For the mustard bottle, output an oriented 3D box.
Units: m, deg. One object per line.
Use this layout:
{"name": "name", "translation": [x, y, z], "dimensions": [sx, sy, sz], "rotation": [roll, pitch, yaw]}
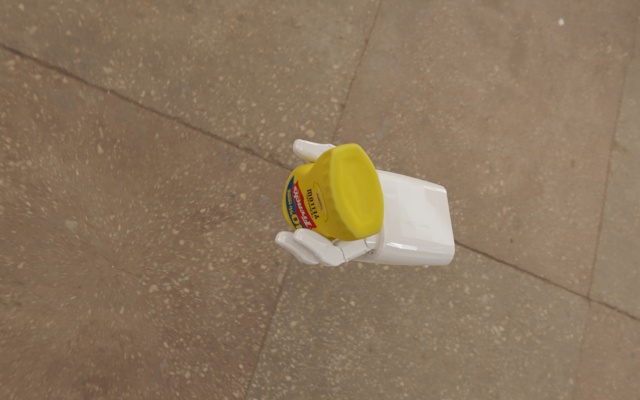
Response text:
{"name": "mustard bottle", "translation": [0.000, 0.002, 0.552], "dimensions": [0.058, 0.096, 0.191], "rotation": [-17, 0, -24]}
